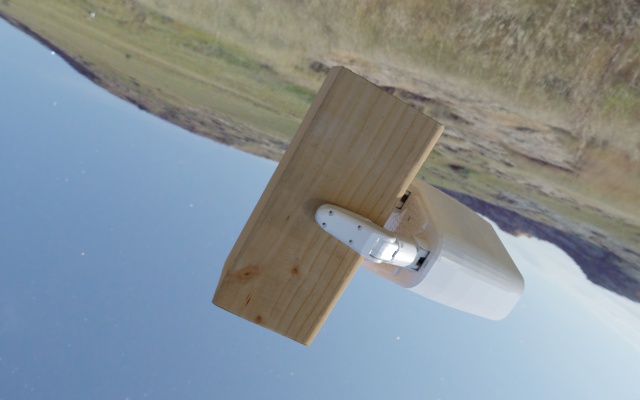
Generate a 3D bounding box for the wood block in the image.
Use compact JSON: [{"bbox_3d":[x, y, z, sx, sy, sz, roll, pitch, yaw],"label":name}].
[{"bbox_3d":[0.000,0.002,0.401,0.090,0.206,0.090,28,12,-11],"label":"wood block"}]
